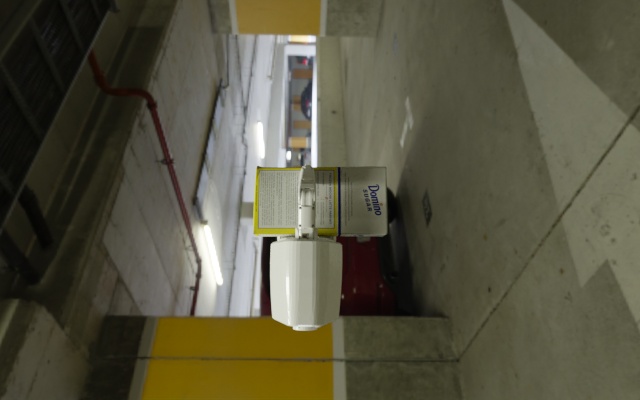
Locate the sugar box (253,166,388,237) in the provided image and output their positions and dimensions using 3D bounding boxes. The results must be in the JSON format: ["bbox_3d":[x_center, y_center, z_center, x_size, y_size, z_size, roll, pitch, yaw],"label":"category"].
[{"bbox_3d":[0.000,0.002,0.644,0.176,0.093,0.048,1,-9,-2],"label":"sugar box"}]
